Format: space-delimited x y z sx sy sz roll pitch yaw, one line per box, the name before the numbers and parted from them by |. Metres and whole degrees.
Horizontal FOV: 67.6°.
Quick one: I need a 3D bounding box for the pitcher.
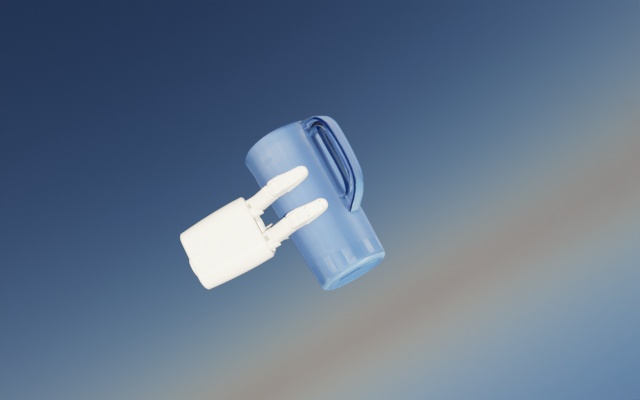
pitcher | 0.000 0.002 0.725 0.145 0.242 0.149 -29 -16 -6
